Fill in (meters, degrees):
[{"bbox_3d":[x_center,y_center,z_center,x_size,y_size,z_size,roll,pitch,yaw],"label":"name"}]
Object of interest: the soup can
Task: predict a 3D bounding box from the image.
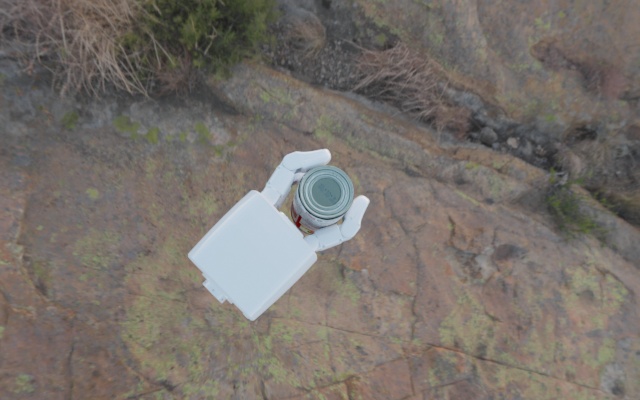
[{"bbox_3d":[0.001,0.002,0.601,0.068,0.068,0.102,0,-14,-8],"label":"soup can"}]
